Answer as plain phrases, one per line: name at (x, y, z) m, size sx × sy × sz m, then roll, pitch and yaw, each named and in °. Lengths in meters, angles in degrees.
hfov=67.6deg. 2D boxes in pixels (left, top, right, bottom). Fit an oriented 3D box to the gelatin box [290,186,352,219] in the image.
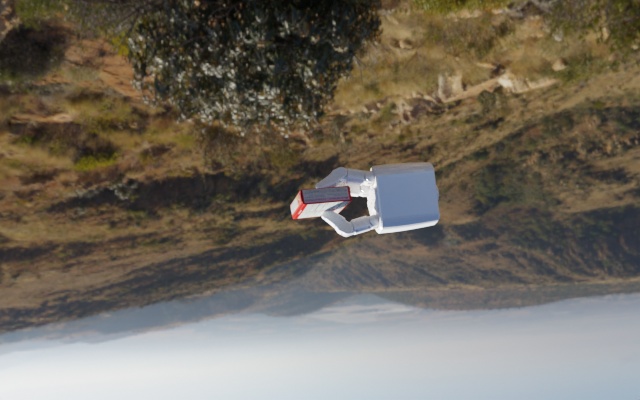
gelatin box at (0.000, 0.003, 0.816) m, size 0.089 × 0.030 × 0.073 m, roll -6°, pitch -19°, yaw -20°
